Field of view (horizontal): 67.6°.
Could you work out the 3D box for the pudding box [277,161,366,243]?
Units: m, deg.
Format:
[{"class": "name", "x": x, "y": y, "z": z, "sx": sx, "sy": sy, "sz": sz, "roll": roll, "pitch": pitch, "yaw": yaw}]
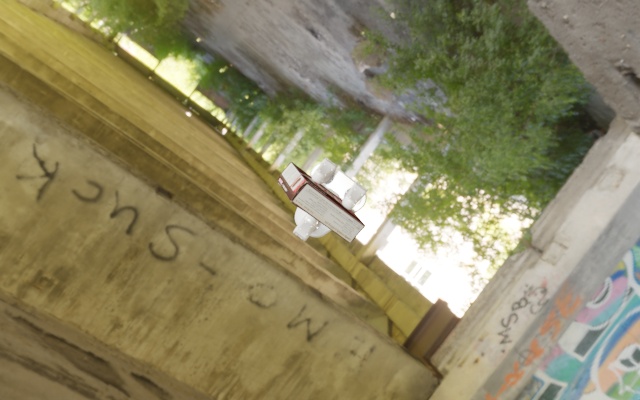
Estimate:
[{"class": "pudding box", "x": 0.000, "y": 0.002, "z": 0.661, "sx": 0.113, "sy": 0.039, "sz": 0.090, "roll": 34, "pitch": 7, "yaw": -26}]
